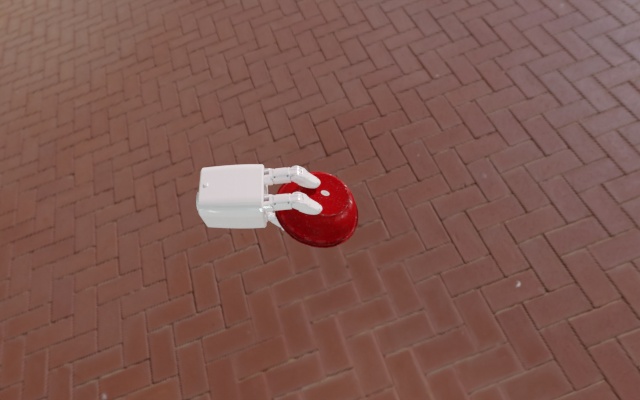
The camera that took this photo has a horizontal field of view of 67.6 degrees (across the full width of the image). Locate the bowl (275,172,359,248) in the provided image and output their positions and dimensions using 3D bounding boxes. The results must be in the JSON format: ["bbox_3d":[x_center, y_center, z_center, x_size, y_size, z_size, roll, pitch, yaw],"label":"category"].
[{"bbox_3d":[0.001,0.002,0.862,0.162,0.162,0.055,0,-33,-18],"label":"bowl"}]
